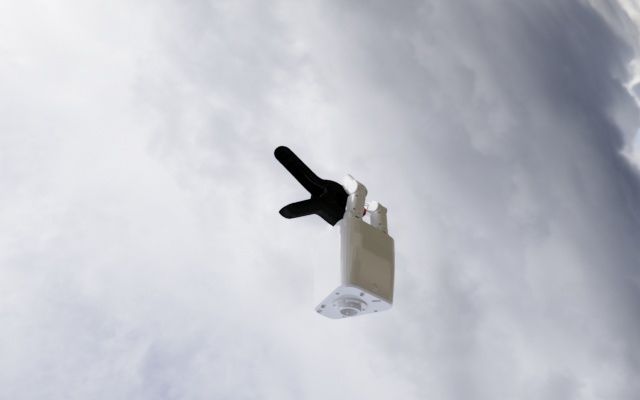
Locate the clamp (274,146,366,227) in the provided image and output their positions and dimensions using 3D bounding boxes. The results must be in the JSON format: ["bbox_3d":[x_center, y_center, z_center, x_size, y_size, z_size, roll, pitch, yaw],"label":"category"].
[{"bbox_3d":[0.000,0.003,0.685,0.171,0.120,0.039,30,-44,-29],"label":"clamp"}]
